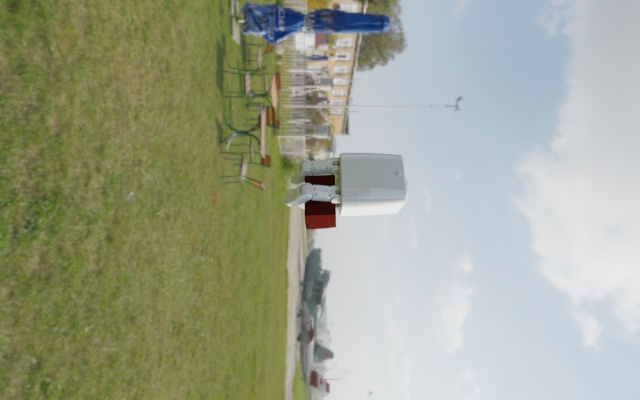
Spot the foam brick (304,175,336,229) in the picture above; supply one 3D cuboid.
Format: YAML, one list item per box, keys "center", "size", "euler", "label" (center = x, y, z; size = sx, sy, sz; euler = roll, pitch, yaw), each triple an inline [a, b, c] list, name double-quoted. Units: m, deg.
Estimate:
- center: [0.000, 0.003, 0.802]
  size: [0.051, 0.078, 0.053]
  euler: [-1, -28, 2]
  label: "foam brick"
